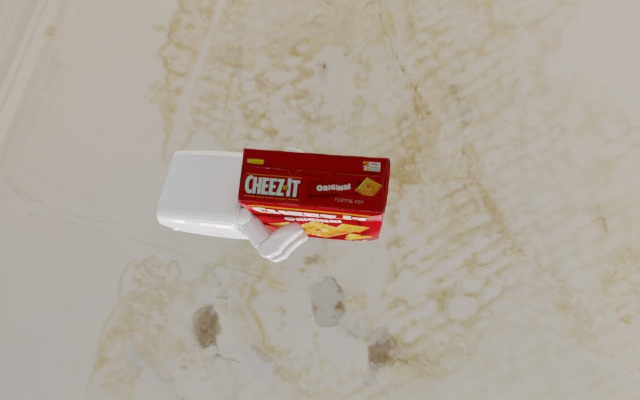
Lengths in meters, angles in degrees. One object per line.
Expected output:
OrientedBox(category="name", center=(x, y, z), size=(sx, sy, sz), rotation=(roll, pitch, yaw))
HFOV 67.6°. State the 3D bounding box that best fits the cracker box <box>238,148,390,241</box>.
OrientedBox(category="cracker box", center=(0.000, 0.002, 0.615), size=(0.164, 0.072, 0.214), rotation=(4, -11, 6))
